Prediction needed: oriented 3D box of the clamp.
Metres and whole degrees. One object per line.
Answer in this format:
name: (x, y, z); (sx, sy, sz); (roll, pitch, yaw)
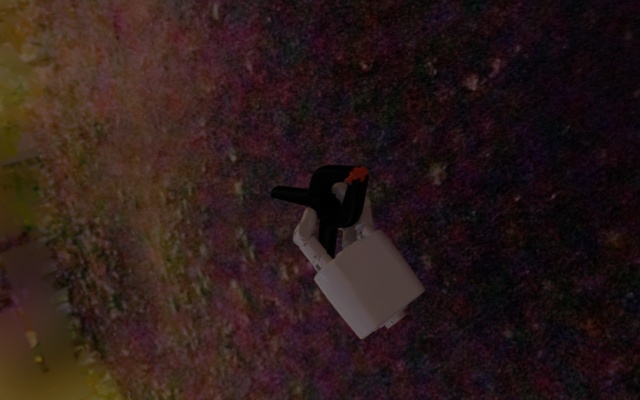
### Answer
clamp: (0.000, 0.002, 0.706); (0.036, 0.164, 0.210); (-27, -18, -37)
